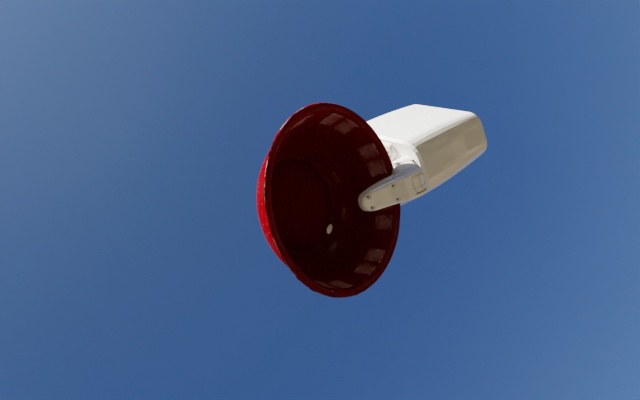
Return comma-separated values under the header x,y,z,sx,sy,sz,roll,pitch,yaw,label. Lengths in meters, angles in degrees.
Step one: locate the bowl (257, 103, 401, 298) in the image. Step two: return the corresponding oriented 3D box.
x,y,z,sx,sy,sz,roll,pitch,yaw,label
-0.001,0.002,0.412,0.055,0.162,0.162,-8,-6,44,bowl
